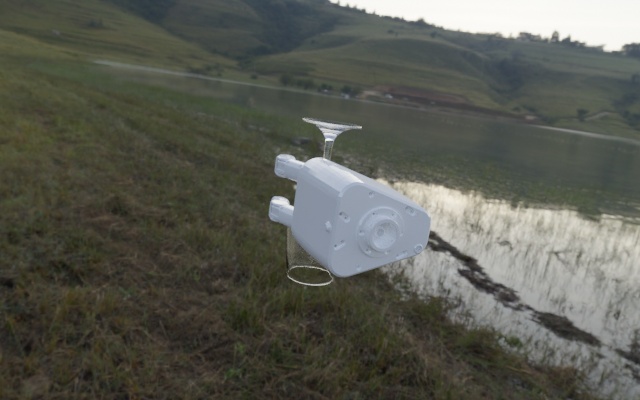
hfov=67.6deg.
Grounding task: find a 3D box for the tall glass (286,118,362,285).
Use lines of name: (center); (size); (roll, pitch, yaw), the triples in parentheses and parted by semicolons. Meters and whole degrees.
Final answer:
tall glass: (0.000, 0.001, 0.599); (0.079, 0.201, 0.079); (8, 13, -2)
